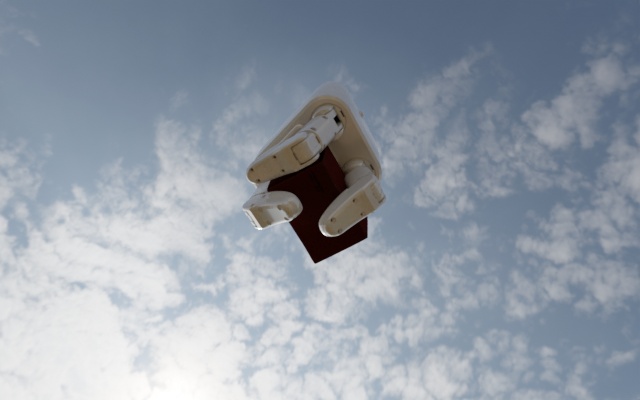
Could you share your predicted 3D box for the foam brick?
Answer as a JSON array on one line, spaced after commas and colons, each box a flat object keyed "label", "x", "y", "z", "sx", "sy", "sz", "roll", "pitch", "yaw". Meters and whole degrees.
[{"label": "foam brick", "x": 0.000, "y": 0.002, "z": 0.402, "sx": 0.053, "sy": 0.078, "sz": 0.051, "roll": -26, "pitch": 18, "yaw": 14}]
